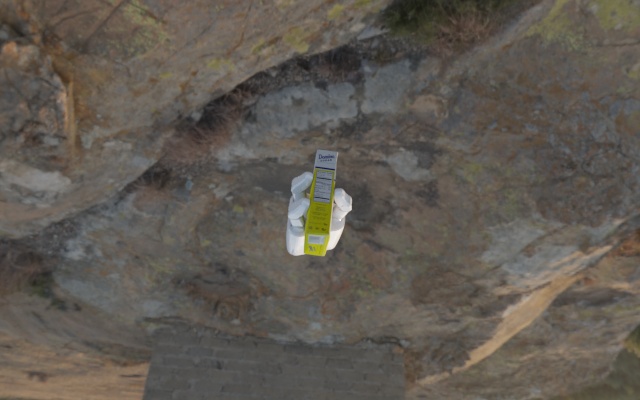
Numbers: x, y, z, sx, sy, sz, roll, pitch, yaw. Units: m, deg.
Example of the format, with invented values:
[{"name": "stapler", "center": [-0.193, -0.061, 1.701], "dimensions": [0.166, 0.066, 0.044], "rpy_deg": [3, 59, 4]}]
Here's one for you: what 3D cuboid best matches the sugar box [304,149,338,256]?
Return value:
[{"name": "sugar box", "center": [0.000, 0.003, 0.882], "dimensions": [0.048, 0.176, 0.093], "rpy_deg": [6, -30, -3]}]
